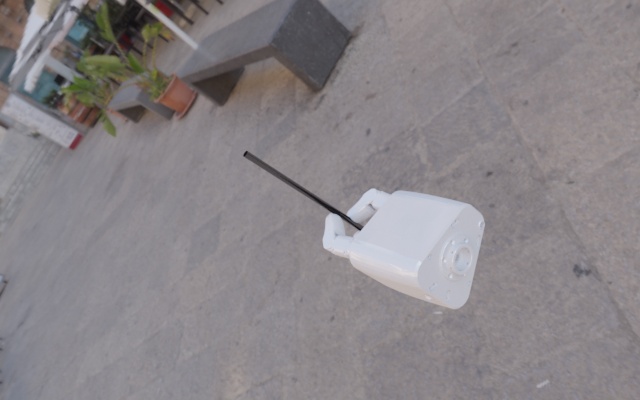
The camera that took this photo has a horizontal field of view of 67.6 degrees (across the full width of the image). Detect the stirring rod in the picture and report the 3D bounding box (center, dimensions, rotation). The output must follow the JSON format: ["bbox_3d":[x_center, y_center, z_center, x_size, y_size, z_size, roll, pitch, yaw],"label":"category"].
[{"bbox_3d":[0.000,0.002,0.607,0.240,0.011,0.011,33,-19,-32],"label":"stirring rod"}]
